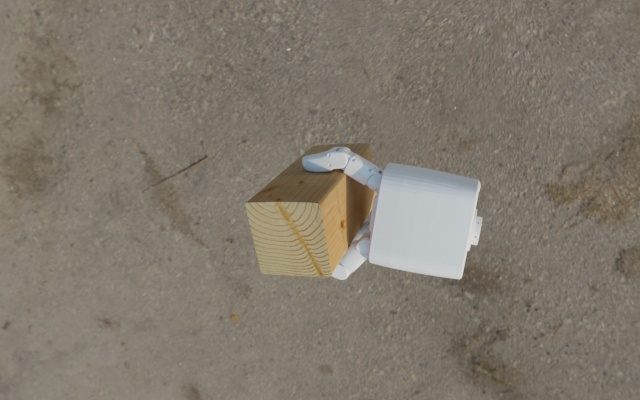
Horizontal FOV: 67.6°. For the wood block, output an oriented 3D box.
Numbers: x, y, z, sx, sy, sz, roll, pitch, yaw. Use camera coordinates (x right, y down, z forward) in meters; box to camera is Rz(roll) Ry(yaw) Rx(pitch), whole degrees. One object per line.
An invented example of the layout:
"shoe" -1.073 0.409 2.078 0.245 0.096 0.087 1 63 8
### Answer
"wood block" 0.000 0.002 0.599 0.090 0.091 0.206 0 23 22
